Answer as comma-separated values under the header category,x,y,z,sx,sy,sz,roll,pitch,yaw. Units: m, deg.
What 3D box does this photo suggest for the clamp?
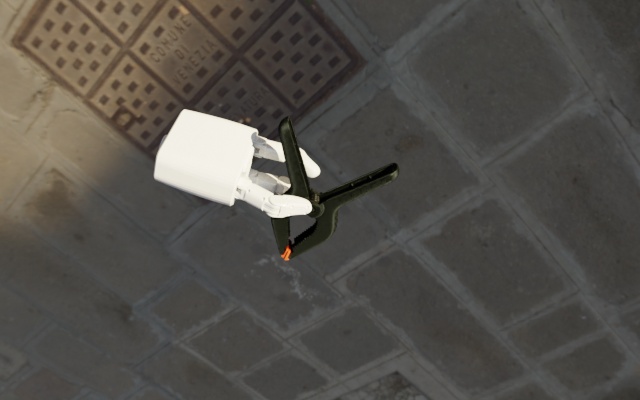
category,x,y,z,sx,sy,sz,roll,pitch,yaw
clamp,0.000,0.003,0.648,0.164,0.210,0.036,17,33,-5
